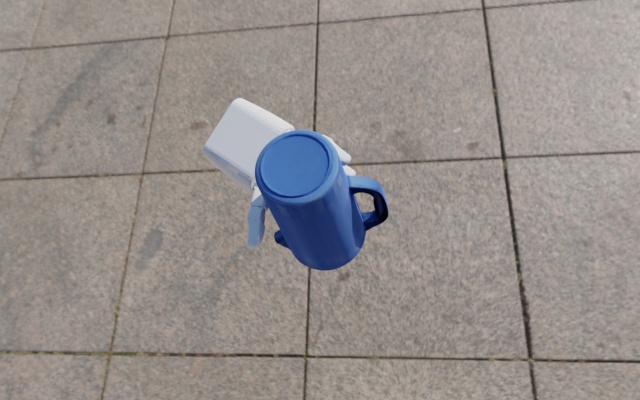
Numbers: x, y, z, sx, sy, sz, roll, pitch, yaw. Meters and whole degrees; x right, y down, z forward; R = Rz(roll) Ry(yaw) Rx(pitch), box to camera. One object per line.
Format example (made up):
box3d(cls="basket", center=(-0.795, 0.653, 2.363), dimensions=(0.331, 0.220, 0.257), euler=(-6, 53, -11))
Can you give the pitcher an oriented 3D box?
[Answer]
box3d(cls="pitcher", center=(0.000, 0.002, 0.687), dimensions=(0.145, 0.149, 0.243), euler=(33, -14, 22))
